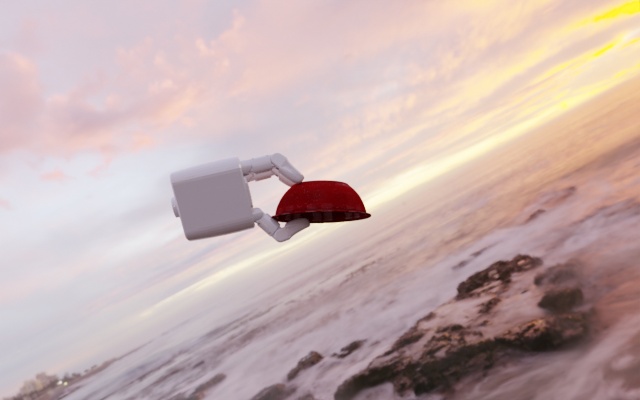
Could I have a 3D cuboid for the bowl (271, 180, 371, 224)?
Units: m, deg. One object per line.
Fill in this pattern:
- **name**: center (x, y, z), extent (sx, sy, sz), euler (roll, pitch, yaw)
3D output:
- **bowl**: center (0.001, 0.002, 0.767), extent (0.162, 0.055, 0.162), euler (-1, -9, 0)
